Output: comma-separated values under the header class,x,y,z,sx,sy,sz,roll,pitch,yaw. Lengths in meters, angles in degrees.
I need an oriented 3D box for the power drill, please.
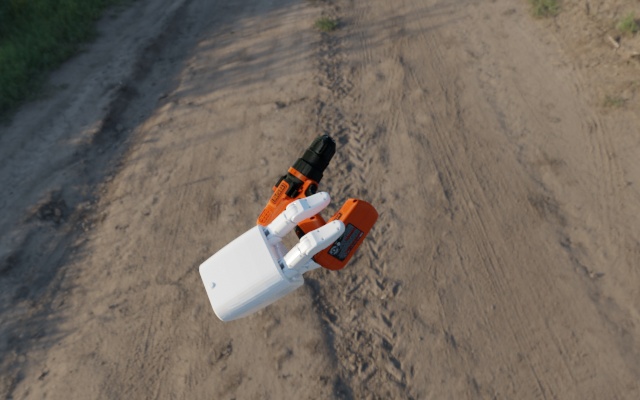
class,x,y,z,sx,sy,sz,roll,pitch,yaw
power drill,0.000,0.003,0.702,0.057,0.184,0.187,31,3,-38
